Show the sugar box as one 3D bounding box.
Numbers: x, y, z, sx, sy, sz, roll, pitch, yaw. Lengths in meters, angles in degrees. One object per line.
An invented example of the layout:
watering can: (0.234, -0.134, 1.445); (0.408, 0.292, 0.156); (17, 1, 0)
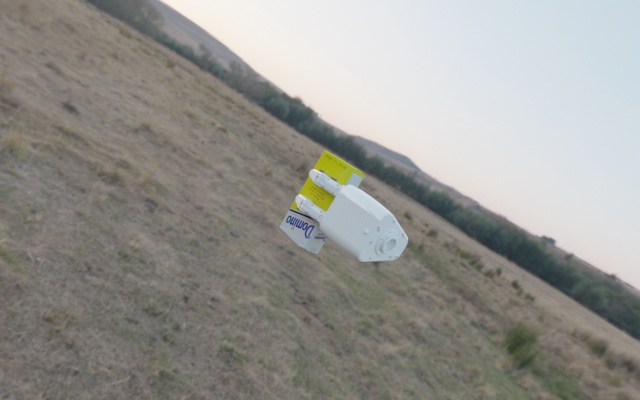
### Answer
sugar box: (0.000, 0.003, 0.898); (0.048, 0.176, 0.093); (27, 7, -45)
